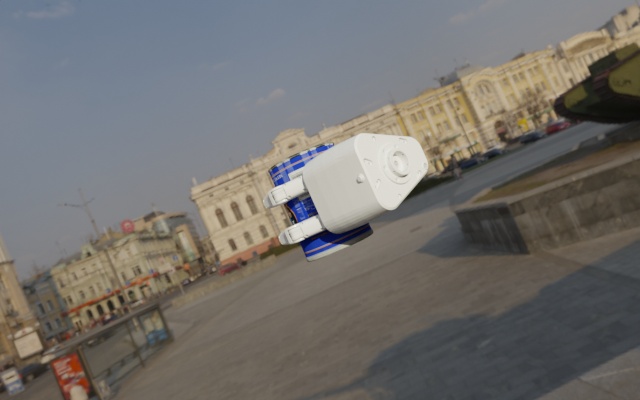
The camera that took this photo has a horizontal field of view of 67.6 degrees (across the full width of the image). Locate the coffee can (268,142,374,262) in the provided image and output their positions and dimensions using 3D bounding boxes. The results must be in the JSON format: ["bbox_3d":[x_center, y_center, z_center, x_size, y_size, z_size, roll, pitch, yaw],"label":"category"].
[{"bbox_3d":[0.000,0.002,0.675,0.103,0.140,0.103,-24,-2,-1],"label":"coffee can"}]
